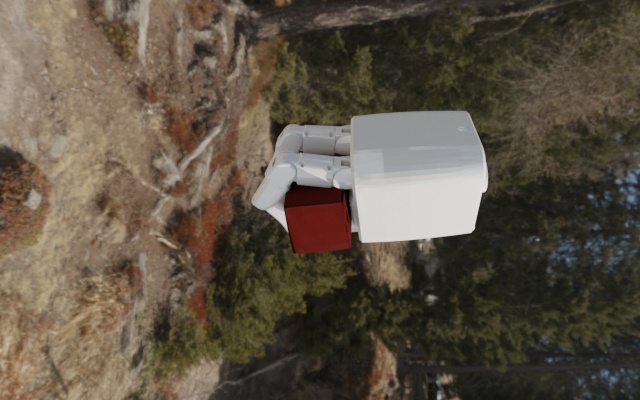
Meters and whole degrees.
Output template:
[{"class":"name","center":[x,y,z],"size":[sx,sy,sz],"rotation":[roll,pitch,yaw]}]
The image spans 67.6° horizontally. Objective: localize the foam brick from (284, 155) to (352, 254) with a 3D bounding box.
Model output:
[{"class":"foam brick","center":[0.000,0.002,0.427],"size":[0.051,0.053,0.078],"rotation":[-4,37,8]}]
